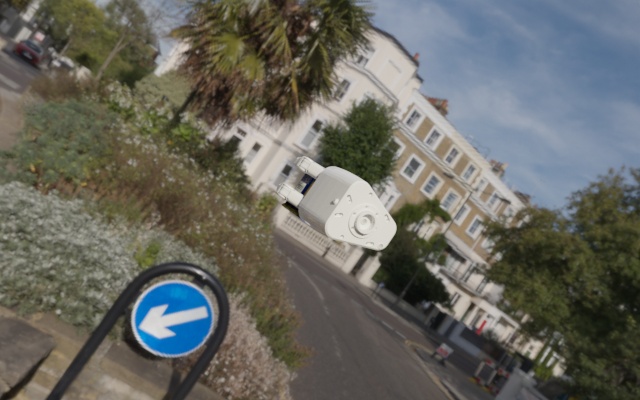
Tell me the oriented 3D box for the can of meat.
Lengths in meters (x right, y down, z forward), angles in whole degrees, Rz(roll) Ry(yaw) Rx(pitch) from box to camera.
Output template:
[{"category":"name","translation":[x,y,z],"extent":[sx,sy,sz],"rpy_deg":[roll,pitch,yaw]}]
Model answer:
[{"category":"can of meat","translation":[0.000,0.002,0.808],"extent":[0.102,0.084,0.057],"rpy_deg":[35,-1,-22]}]
